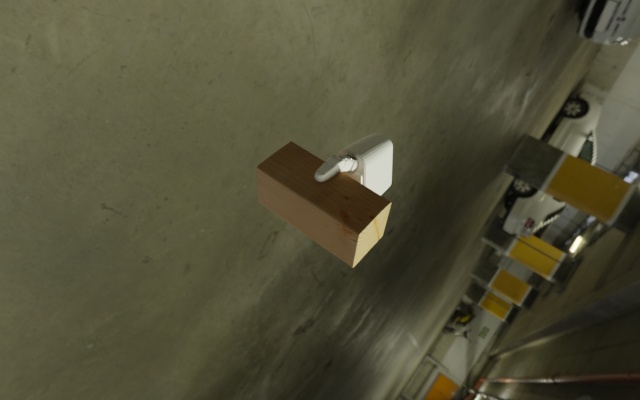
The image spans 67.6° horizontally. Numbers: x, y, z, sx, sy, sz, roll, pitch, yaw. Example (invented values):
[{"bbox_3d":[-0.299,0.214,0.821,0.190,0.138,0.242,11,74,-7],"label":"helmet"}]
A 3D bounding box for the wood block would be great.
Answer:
[{"bbox_3d":[0.000,0.002,0.783,0.206,0.091,0.090,33,53,22],"label":"wood block"}]
